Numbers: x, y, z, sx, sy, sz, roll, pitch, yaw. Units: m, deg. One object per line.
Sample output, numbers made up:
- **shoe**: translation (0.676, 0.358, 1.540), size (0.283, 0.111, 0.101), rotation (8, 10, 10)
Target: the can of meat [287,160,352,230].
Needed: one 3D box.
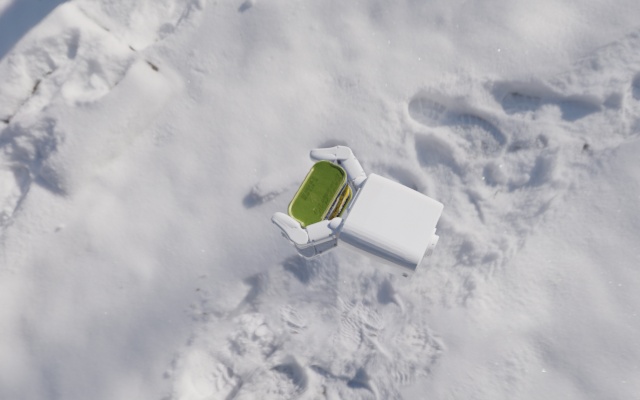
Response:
- **can of meat**: translation (0.000, 0.002, 0.669), size (0.057, 0.102, 0.084), rotation (27, -11, 14)
